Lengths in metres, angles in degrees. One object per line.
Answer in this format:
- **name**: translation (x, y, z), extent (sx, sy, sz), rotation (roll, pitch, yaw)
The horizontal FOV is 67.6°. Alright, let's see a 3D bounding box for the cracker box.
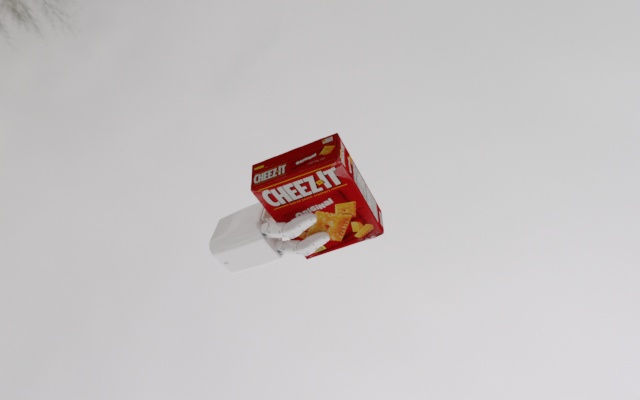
- **cracker box**: translation (0.000, 0.003, 0.846), extent (0.164, 0.072, 0.214), rotation (-19, -46, 16)
